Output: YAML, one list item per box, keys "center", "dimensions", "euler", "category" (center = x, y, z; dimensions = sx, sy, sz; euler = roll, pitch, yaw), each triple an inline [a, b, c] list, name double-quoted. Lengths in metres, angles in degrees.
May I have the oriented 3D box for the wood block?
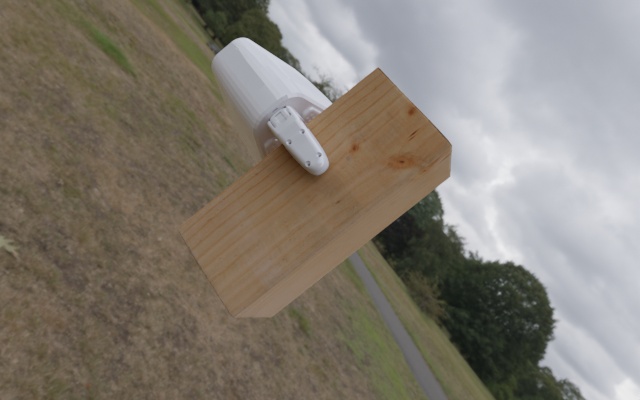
- center: [0.000, 0.001, 0.403]
  dimensions: [0.206, 0.090, 0.091]
  euler: [-39, -20, 3]
  category: "wood block"
